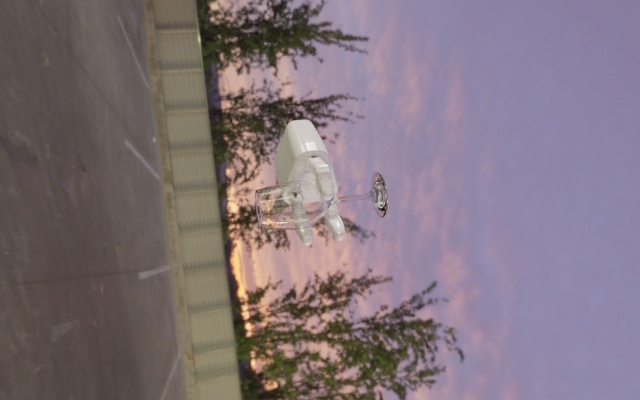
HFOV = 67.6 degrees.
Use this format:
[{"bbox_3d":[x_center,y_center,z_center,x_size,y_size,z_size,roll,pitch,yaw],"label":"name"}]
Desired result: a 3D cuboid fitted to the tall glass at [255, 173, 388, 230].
[{"bbox_3d":[0.001,0.002,0.757,0.201,0.079,0.079,-7,1,-13],"label":"tall glass"}]
